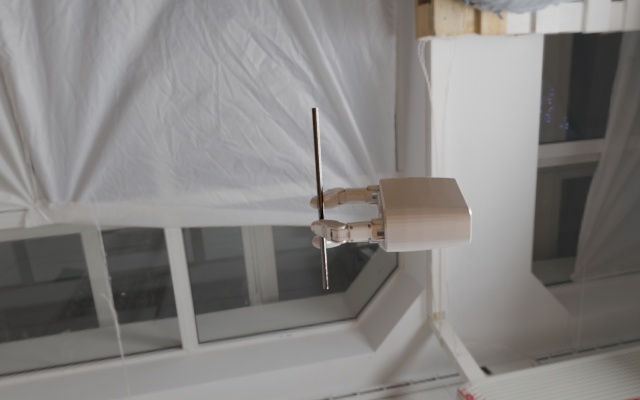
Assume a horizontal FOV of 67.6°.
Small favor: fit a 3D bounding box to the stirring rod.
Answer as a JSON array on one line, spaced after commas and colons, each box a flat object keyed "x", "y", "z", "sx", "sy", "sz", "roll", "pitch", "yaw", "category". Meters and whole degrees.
[{"x": 0.000, "y": 0.002, "z": 0.619, "sx": 0.011, "sy": 0.239, "sz": 0.011, "roll": -3, "pitch": 14, "yaw": 1, "category": "stirring rod"}]
